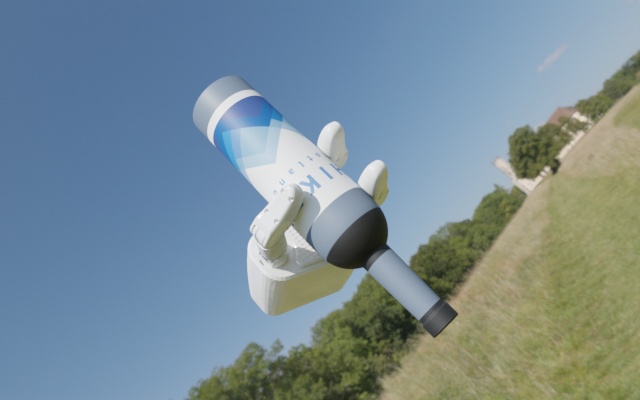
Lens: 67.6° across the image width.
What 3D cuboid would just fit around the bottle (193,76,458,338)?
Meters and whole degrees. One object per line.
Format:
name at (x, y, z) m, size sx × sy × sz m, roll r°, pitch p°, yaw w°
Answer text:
bottle at (0.000, 0.001, 0.423) m, size 0.295 × 0.069 × 0.069 m, roll 45°, pitch 18°, yaw 20°
